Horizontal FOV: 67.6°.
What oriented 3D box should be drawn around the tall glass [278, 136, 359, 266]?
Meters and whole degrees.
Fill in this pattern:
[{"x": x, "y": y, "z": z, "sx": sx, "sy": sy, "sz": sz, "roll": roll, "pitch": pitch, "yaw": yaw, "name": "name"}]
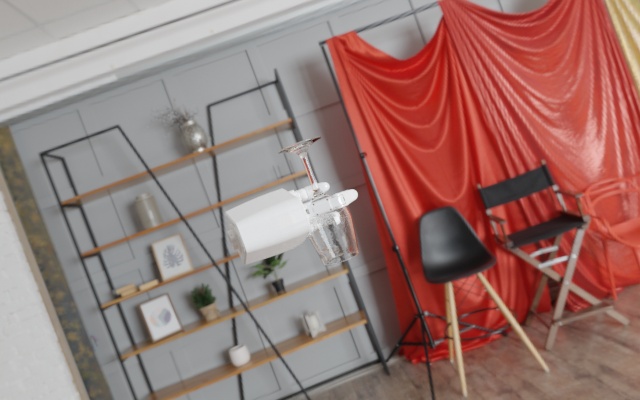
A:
[{"x": 0.000, "y": 0.002, "z": 0.778, "sx": 0.079, "sy": 0.201, "sz": 0.079, "roll": -21, "pitch": 2, "yaw": 1, "name": "tall glass"}]
